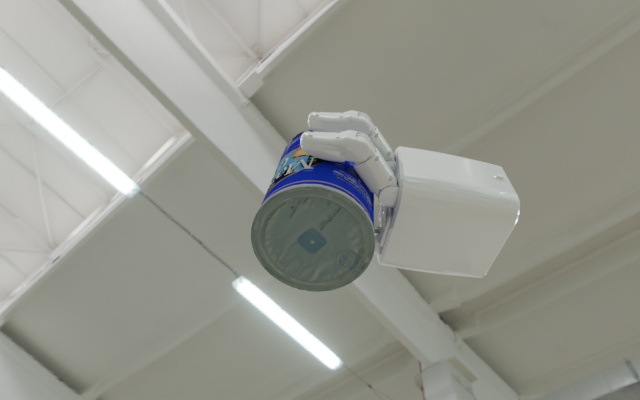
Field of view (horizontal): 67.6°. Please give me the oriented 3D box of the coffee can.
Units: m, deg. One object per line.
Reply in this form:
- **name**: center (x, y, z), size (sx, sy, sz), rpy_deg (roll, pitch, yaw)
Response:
- **coffee can**: center (0.000, 0.002, 0.450), size (0.103, 0.103, 0.140), rpy_deg (0, 29, 6)
